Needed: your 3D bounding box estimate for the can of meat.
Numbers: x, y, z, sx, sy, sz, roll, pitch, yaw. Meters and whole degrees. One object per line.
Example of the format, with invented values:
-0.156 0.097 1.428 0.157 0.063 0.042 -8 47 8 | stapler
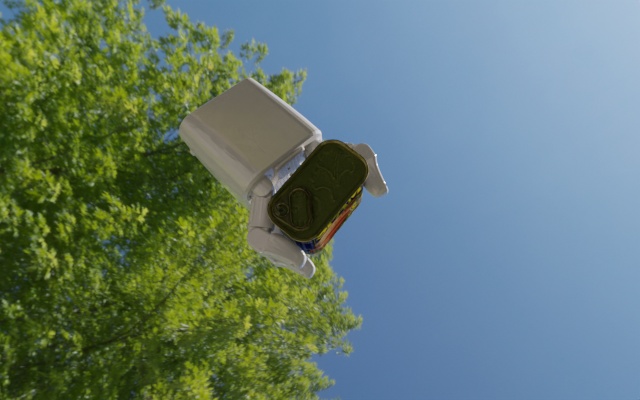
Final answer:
0.000 0.002 0.478 0.057 0.102 0.084 38 -12 13 | can of meat
